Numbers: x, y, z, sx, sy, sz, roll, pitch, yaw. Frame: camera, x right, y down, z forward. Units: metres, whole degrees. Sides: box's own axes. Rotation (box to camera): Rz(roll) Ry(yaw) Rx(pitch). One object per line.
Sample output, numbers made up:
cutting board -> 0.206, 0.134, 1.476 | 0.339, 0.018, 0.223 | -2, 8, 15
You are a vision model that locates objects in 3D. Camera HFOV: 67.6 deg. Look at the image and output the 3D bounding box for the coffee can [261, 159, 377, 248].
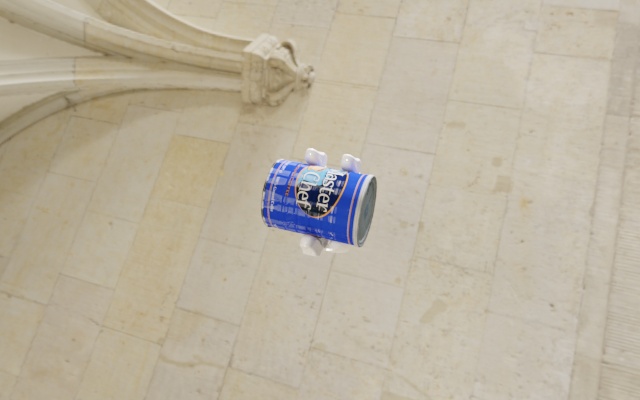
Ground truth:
coffee can -> 0.000, 0.002, 0.682 | 0.140, 0.103, 0.103 | 11, 3, 16
